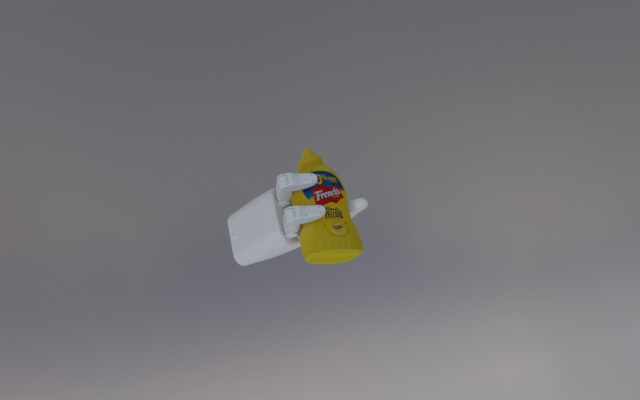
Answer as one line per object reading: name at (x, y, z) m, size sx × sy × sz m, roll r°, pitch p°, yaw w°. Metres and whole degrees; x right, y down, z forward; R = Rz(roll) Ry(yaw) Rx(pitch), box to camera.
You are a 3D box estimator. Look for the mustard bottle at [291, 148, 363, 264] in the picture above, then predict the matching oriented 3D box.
mustard bottle at (0.000, 0.003, 0.756) m, size 0.096 × 0.191 × 0.058 m, roll 1°, pitch -28°, yaw -32°
